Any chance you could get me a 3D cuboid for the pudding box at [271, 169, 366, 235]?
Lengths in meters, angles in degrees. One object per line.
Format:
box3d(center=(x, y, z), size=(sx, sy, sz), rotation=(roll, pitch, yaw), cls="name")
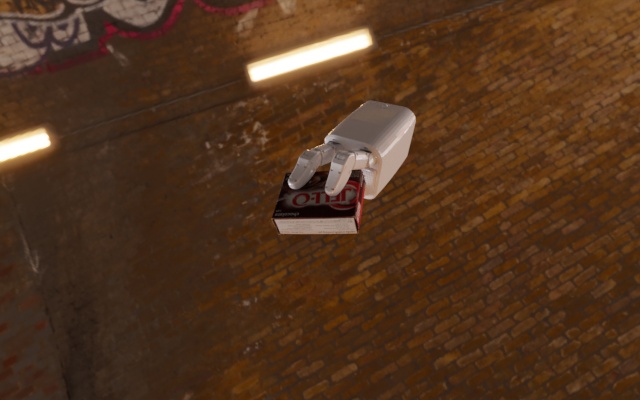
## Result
box3d(center=(0.000, 0.002, 0.639), size=(0.113, 0.039, 0.090), rotation=(-4, 43, 16), cls="pudding box")
